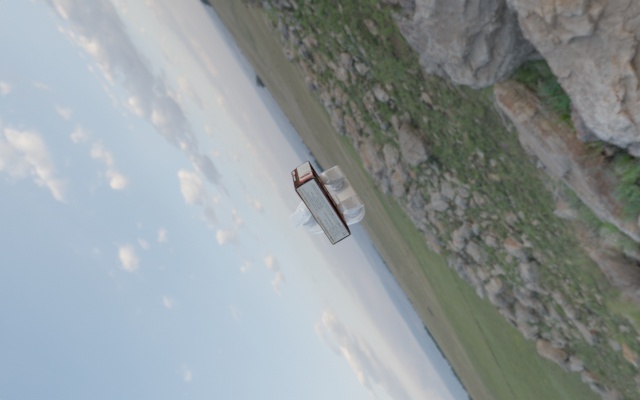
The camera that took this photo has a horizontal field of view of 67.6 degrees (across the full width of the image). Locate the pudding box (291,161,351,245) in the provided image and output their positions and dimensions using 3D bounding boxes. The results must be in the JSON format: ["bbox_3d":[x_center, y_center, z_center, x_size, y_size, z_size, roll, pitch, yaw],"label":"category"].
[{"bbox_3d":[0.000,0.003,0.741,0.039,0.113,0.090,-34,20,5],"label":"pudding box"}]
